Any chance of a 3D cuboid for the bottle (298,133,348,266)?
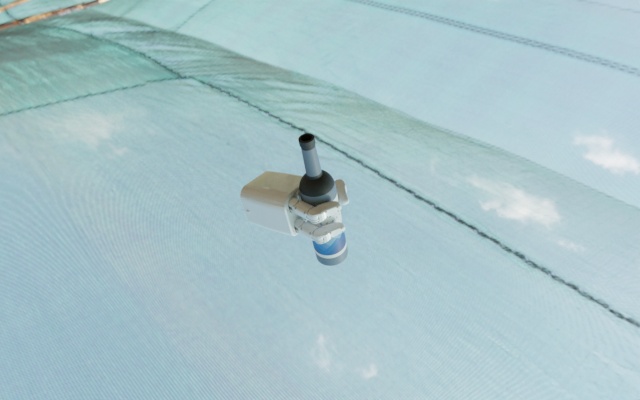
[{"bbox_3d":[0.000,0.003,0.887,0.069,0.296,0.069,-7,43,6],"label":"bottle"}]
